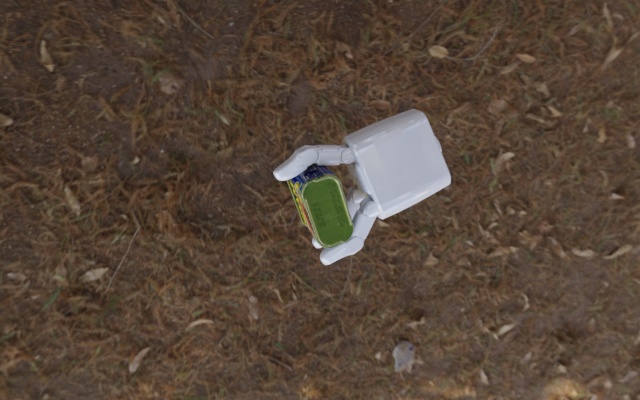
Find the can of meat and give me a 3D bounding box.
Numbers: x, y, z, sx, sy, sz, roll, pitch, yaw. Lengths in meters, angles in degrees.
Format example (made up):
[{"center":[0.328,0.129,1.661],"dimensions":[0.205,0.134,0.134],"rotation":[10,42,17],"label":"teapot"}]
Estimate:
[{"center":[0.000,0.002,0.626],"dimensions":[0.057,0.102,0.084],"rotation":[-22,23,-8],"label":"can of meat"}]
